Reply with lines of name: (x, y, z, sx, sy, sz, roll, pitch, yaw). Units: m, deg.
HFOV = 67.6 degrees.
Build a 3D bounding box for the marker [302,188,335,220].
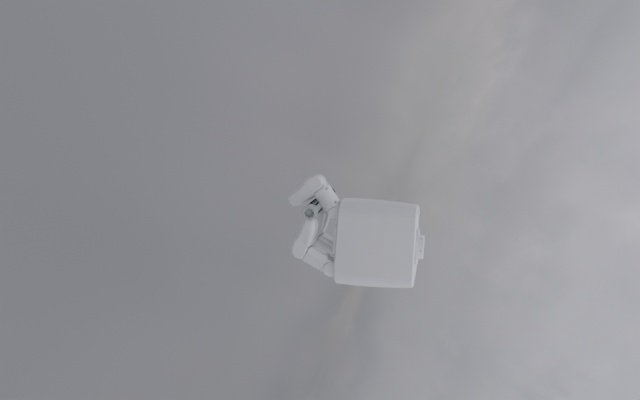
marker: (0.000, 0.002, 0.685, 0.020, 0.020, 0.121, 0, 14, 15)
